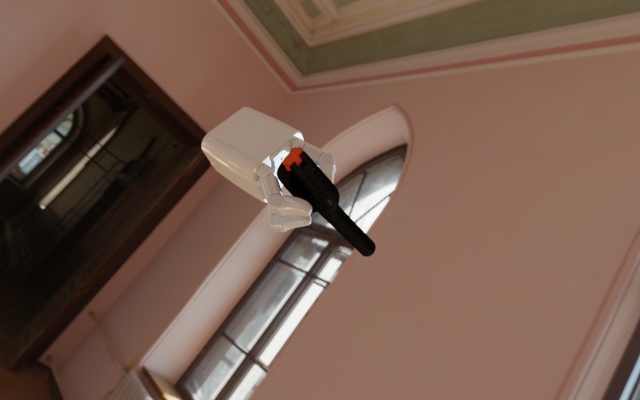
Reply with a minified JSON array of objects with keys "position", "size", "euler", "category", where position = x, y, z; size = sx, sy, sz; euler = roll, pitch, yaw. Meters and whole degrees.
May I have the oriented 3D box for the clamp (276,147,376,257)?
[{"position":[0.000,0.001,0.656],"size":[0.164,0.036,0.210],"euler":[29,-19,22],"category":"clamp"}]
